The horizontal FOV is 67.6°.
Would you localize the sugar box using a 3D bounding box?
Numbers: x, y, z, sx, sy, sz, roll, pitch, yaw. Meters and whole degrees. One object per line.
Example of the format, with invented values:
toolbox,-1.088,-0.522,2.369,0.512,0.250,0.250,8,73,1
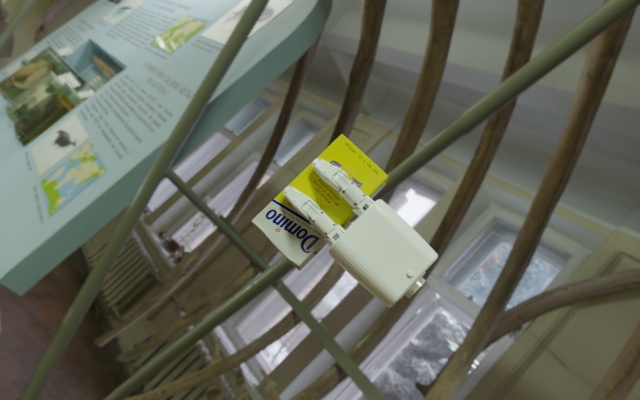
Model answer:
sugar box,0.000,0.002,0.661,0.093,0.176,0.048,43,-10,12
